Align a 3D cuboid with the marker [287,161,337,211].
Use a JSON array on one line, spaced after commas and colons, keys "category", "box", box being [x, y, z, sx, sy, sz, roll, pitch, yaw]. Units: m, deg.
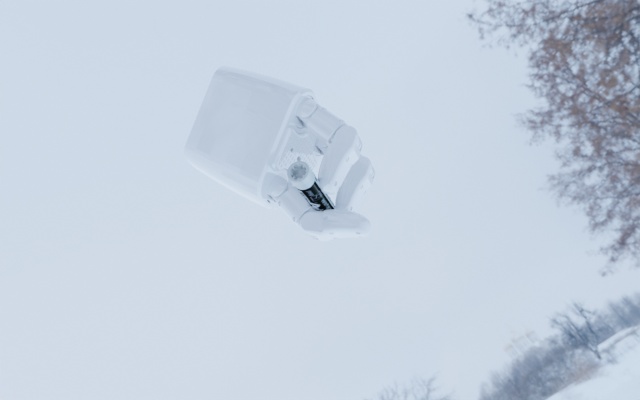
[{"category": "marker", "box": [0.000, 0.001, 0.422, 0.020, 0.020, 0.121, 0, -23, 19]}]
